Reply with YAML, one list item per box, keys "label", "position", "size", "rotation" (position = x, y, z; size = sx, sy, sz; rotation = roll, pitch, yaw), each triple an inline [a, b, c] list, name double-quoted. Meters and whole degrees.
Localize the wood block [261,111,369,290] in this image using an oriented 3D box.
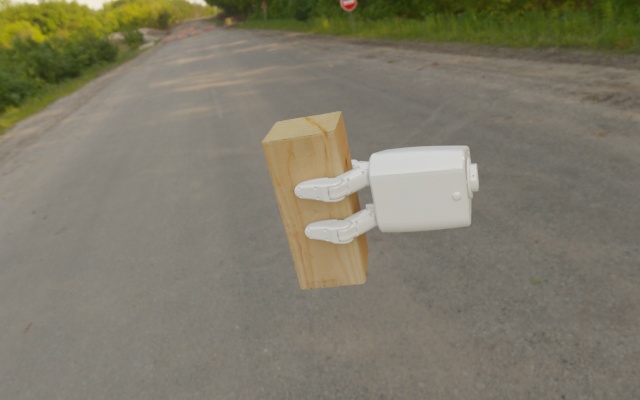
- label: "wood block"
  position: [0.000, 0.002, 0.618]
  size: [0.090, 0.206, 0.090]
  rotation: [-8, 24, 11]
